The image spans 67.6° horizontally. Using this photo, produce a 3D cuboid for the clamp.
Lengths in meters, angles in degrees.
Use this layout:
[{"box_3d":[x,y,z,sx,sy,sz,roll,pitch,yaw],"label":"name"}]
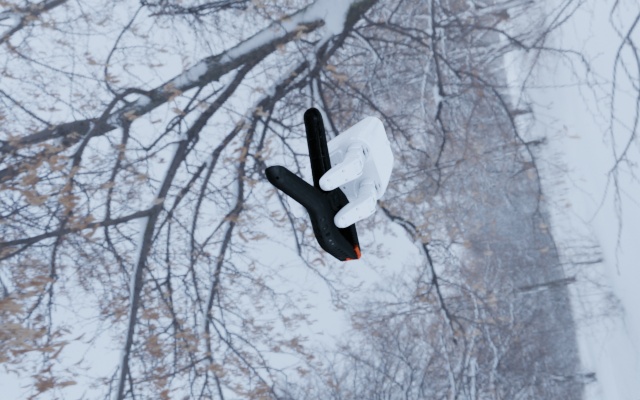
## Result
[{"box_3d":[0.000,0.003,0.614,0.036,0.210,0.164,-11,24,27],"label":"clamp"}]
